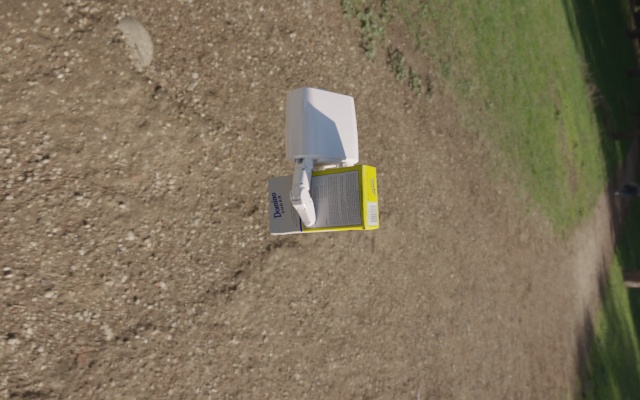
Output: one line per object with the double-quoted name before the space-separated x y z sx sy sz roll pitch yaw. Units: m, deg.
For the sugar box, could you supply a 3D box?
"sugar box" 0.001 0.002 0.730 0.176 0.093 0.048 -5 -6 36
